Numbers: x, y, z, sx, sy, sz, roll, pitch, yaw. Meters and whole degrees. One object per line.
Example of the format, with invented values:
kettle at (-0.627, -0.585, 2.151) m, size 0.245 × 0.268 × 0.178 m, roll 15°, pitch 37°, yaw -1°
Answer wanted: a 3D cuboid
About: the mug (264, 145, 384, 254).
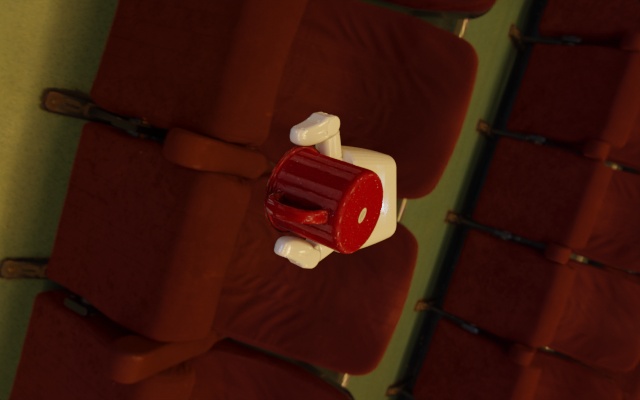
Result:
mug at (-0.001, 0.002, 0.447) m, size 0.081 × 0.093 × 0.117 m, roll 21°, pitch 17°, yaw 32°
